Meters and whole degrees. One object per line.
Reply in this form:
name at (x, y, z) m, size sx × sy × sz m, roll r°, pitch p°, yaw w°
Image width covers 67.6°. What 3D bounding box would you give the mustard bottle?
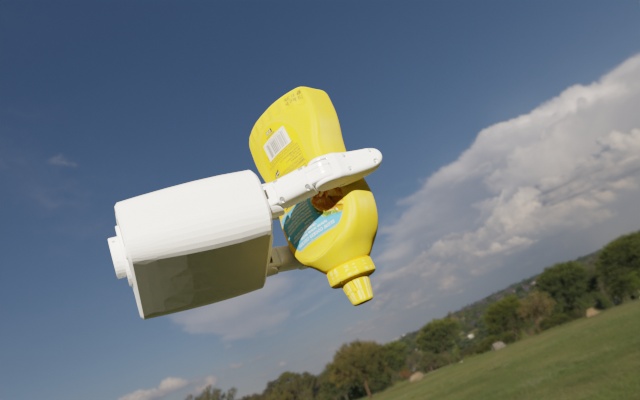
mustard bottle at (0.000, 0.001, 0.427) m, size 0.058 × 0.191 × 0.096 m, roll -1°, pitch -29°, yaw -46°
